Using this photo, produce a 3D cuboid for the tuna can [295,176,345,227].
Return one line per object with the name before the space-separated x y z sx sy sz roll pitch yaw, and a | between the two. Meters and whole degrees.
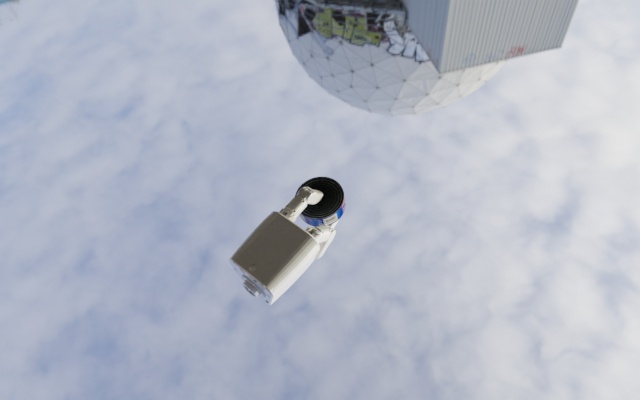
tuna can | 0.000 0.003 0.827 0.086 0.086 0.034 0 -32 10
